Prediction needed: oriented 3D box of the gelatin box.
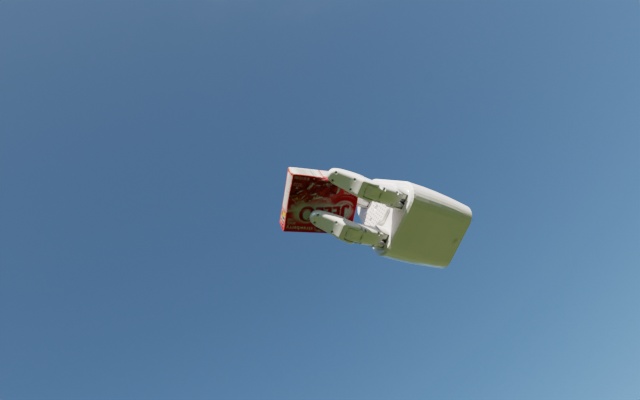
[{"bbox_3d":[0.000,0.002,0.578,0.089,0.073,0.030,4,20,-18],"label":"gelatin box"}]
